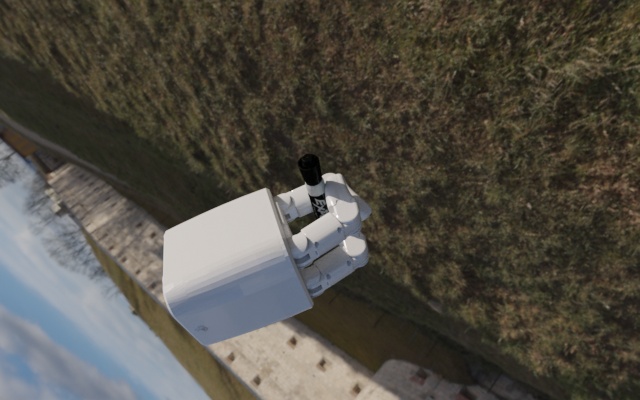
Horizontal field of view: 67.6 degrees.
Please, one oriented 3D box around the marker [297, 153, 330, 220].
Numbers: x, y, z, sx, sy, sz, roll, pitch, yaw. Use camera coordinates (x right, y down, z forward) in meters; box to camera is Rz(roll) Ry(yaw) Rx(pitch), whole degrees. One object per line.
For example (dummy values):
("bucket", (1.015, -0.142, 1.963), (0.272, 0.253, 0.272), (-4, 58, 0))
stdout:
("marker", (0.000, 0.001, 0.440), (0.020, 0.020, 0.121), (0, -38, 14))
